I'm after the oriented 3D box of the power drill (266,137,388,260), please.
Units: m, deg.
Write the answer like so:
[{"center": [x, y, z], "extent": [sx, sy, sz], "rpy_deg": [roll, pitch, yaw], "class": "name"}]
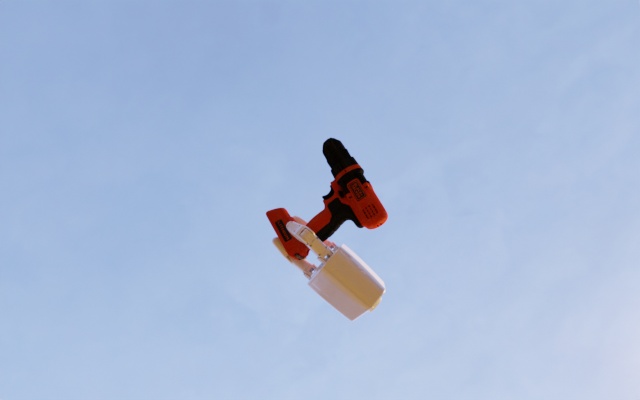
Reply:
[{"center": [0.000, 0.003, 0.841], "extent": [0.187, 0.184, 0.057], "rpy_deg": [-33, -21, 9], "class": "power drill"}]
